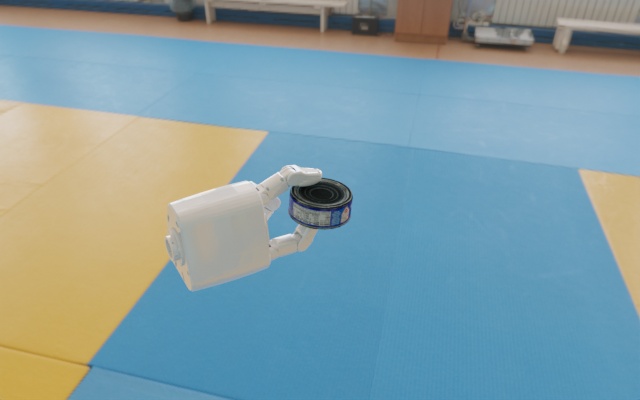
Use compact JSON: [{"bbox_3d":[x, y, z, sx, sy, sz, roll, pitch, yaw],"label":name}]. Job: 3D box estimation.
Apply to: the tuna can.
[{"bbox_3d":[0.000,0.002,0.641,0.086,0.034,0.086,4,30,-2],"label":"tuna can"}]
